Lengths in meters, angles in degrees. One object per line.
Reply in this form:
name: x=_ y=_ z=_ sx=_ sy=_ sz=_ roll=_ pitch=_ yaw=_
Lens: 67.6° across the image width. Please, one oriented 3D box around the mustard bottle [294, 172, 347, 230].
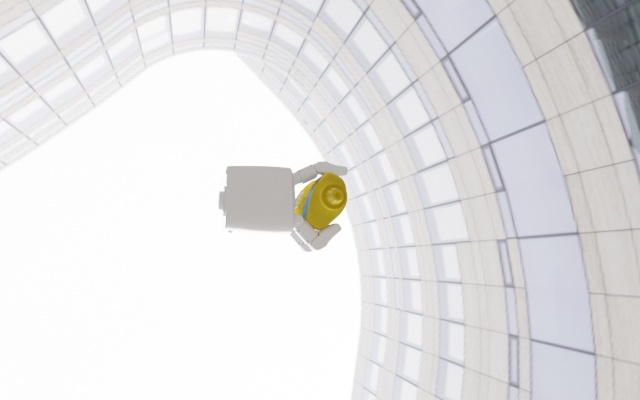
mustard bottle: x=0.000 y=0.003 z=0.792 sx=0.058 sy=0.096 sz=0.191 roll=27 pitch=-13 yaw=-10
